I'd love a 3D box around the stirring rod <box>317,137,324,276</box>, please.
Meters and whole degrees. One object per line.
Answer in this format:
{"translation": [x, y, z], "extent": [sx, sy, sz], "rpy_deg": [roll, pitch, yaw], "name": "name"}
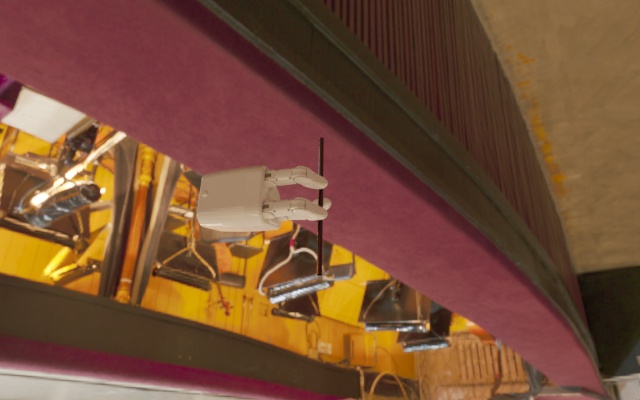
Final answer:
{"translation": [0.000, 0.002, 0.758], "extent": [0.011, 0.239, 0.011], "rpy_deg": [1, -27, 0], "name": "stirring rod"}
